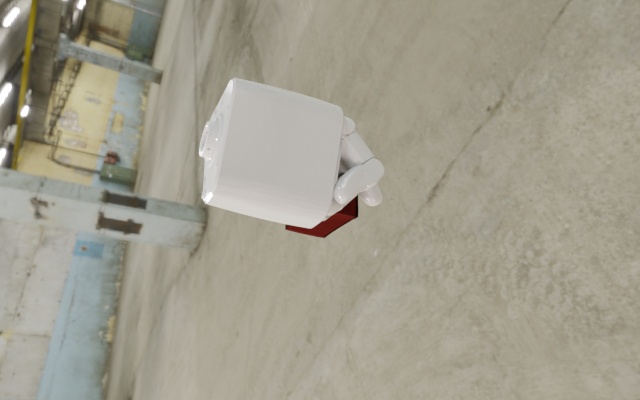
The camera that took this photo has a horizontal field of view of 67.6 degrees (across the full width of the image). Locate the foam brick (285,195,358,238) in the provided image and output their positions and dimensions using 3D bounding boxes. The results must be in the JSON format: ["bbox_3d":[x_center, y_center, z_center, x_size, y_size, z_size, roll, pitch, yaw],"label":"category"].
[{"bbox_3d":[0.000,0.002,0.519,0.051,0.053,0.078,12,-27,-24],"label":"foam brick"}]
